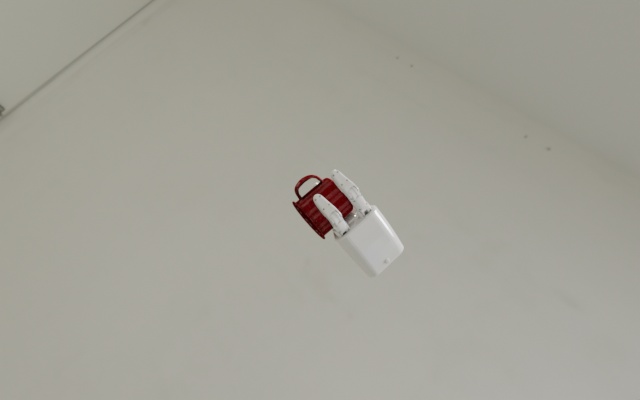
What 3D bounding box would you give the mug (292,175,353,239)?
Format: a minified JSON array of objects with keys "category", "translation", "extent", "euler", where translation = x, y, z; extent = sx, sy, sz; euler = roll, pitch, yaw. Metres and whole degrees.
[{"category":"mug","translation":[-0.001,0.002,0.890],"extent":[0.081,0.117,0.093],"euler":[-41,19,-8]}]
